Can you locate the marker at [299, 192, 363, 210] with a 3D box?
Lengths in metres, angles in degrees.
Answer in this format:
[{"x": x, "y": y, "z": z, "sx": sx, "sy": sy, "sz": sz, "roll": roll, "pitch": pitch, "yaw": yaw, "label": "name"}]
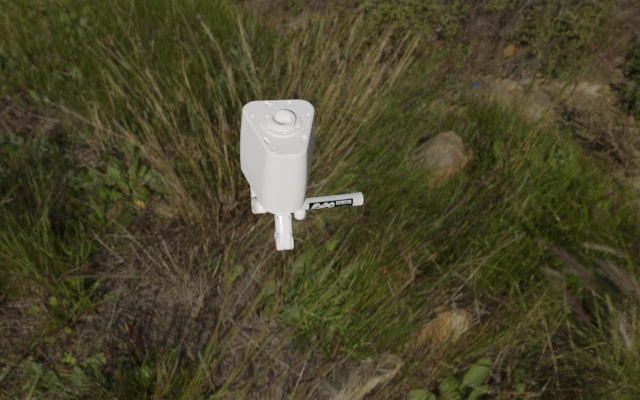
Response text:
[{"x": 0.000, "y": 0.002, "z": 0.671, "sx": 0.121, "sy": 0.020, "sz": 0.020, "roll": -5, "pitch": 1, "yaw": -12, "label": "marker"}]
